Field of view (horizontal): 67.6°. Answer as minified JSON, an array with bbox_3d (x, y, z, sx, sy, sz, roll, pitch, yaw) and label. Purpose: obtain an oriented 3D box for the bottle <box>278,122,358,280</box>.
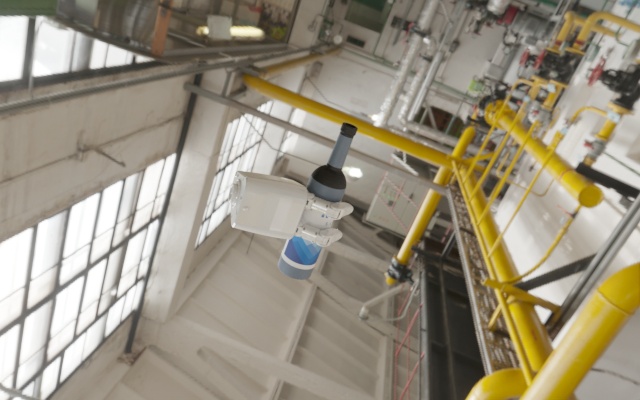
[{"bbox_3d":[0.000,0.003,0.848,0.069,0.296,0.069,18,22,-8],"label":"bottle"}]
